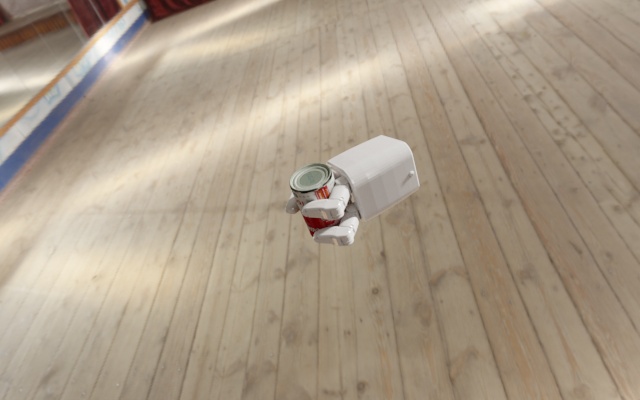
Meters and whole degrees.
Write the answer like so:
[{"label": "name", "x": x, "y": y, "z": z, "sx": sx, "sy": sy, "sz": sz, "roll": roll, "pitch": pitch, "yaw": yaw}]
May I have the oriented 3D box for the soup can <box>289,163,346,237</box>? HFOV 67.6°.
[{"label": "soup can", "x": 0.000, "y": 0.002, "z": 0.725, "sx": 0.068, "sy": 0.102, "sz": 0.068, "roll": -13, "pitch": 38, "yaw": 11}]
